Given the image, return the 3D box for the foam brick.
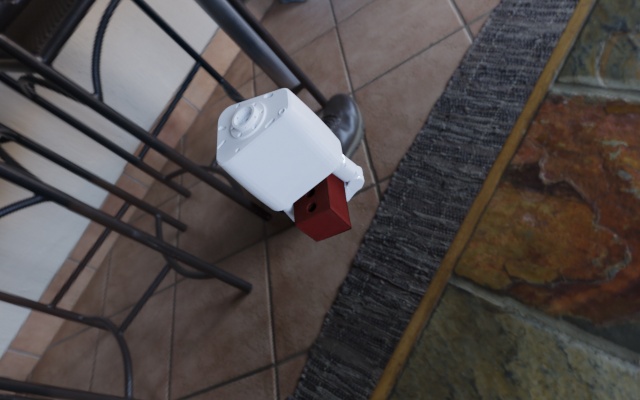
[{"bbox_3d":[0.000,0.002,0.596,0.053,0.078,0.051,-25,-40,22],"label":"foam brick"}]
